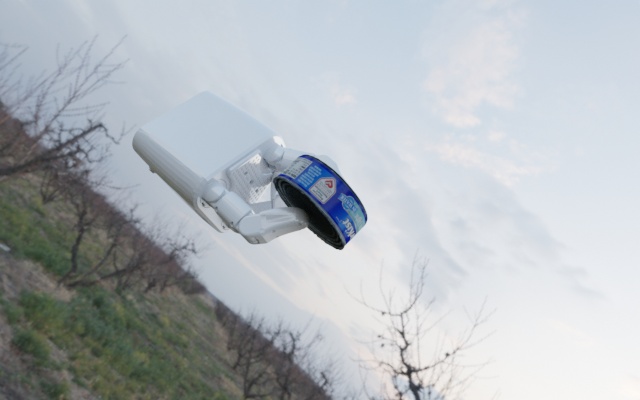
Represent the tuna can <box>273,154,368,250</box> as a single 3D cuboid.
[{"bbox_3d":[0.001,0.001,0.417,0.033,0.086,0.086,-44,14,-15],"label":"tuna can"}]
